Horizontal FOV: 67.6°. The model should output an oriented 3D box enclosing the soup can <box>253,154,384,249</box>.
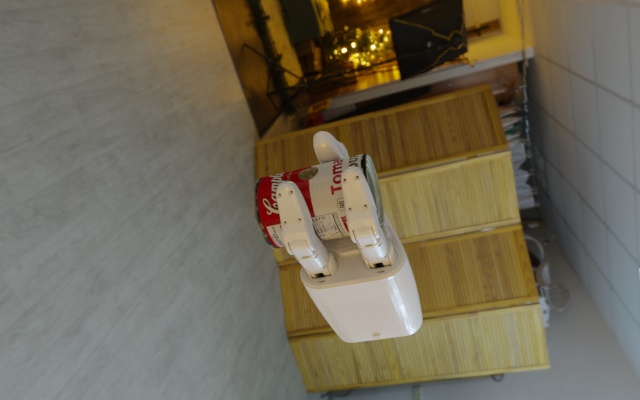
[{"bbox_3d":[0.000,0.001,0.429,0.102,0.068,0.068,-12,-3,15],"label":"soup can"}]
